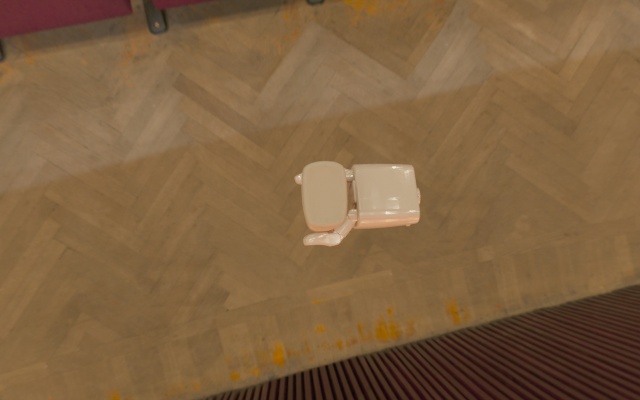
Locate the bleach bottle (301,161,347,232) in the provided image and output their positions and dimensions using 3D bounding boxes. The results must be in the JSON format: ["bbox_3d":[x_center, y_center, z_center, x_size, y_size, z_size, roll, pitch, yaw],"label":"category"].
[{"bbox_3d":[0.000,0.003,0.824,0.068,0.102,0.251,-2,-5,-3],"label":"bleach bottle"}]
